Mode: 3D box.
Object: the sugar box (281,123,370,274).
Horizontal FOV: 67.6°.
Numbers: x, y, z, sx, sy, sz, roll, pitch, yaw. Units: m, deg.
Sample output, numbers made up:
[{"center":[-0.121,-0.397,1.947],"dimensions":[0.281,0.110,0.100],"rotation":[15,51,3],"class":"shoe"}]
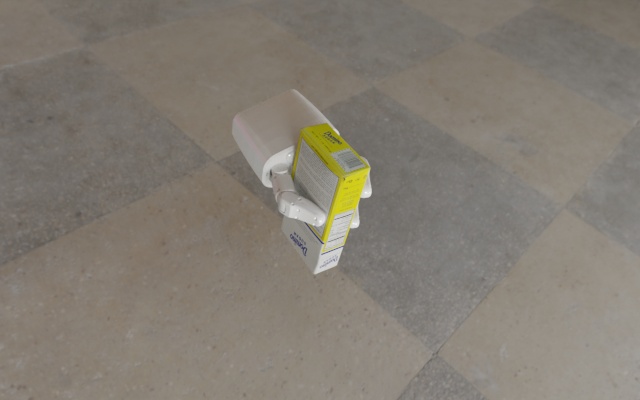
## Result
[{"center":[0.000,0.002,0.603],"dimensions":[0.048,0.176,0.093],"rotation":[-19,53,-28],"class":"sugar box"}]
